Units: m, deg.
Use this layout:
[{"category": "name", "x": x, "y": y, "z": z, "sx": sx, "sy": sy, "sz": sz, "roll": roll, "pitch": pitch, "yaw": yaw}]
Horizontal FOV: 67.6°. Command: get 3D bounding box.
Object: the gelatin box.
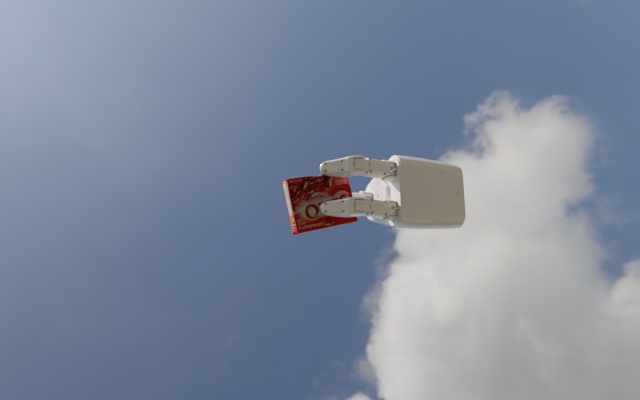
[{"category": "gelatin box", "x": 0.000, "y": 0.002, "z": 0.642, "sx": 0.089, "sy": 0.073, "sz": 0.030, "roll": -10, "pitch": -5, "yaw": -19}]
